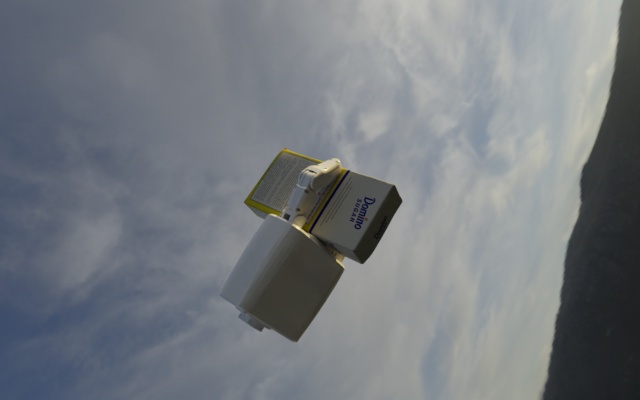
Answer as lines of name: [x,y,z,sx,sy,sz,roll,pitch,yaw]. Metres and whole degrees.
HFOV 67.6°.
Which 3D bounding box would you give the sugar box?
sugar box: [0.000,0.002,0.580,0.176,0.093,0.048,23,-18,34]
